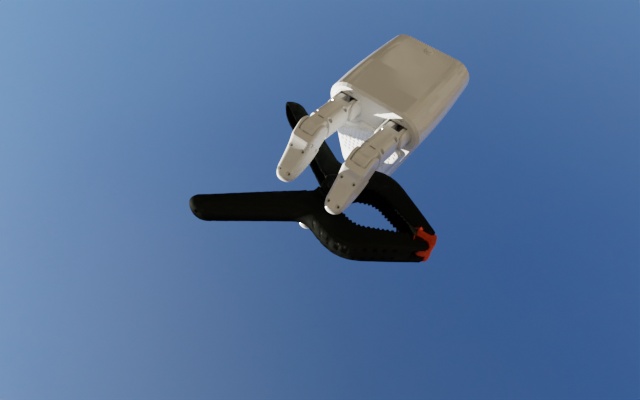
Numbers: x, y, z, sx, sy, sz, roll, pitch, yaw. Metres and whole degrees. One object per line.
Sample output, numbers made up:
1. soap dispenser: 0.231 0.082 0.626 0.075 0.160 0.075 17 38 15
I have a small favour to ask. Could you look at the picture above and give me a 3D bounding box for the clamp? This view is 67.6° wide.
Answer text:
1. clamp: 0.001 0.002 0.433 0.210 0.164 0.036 34 -31 19
